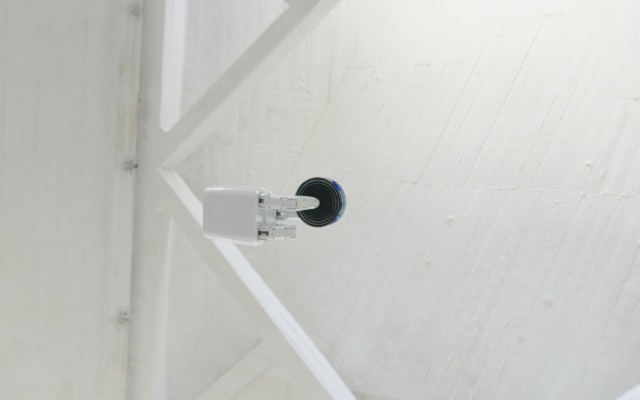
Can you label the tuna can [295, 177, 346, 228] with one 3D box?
[{"bbox_3d":[0.000,0.003,0.818,0.086,0.086,0.034,0,2,22],"label":"tuna can"}]
